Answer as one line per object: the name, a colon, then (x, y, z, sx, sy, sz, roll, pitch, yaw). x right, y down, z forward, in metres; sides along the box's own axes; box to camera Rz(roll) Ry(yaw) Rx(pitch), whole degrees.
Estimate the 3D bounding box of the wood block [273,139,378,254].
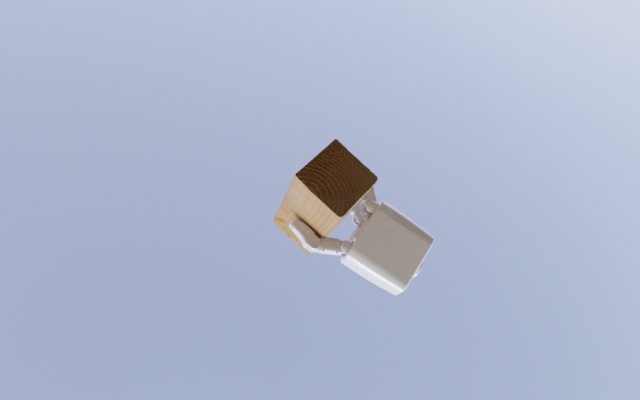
wood block: (0.000, 0.003, 0.763, 0.090, 0.090, 0.206, -44, -5, -25)
